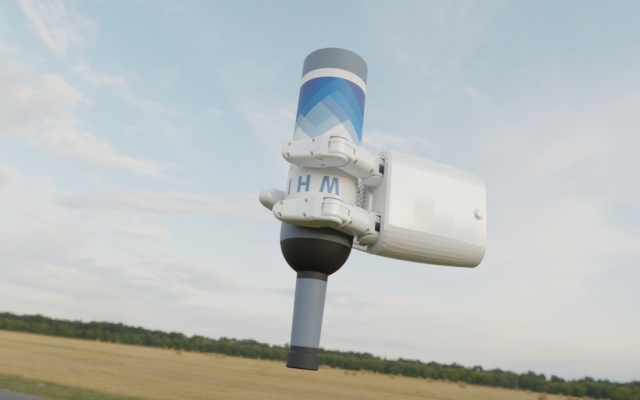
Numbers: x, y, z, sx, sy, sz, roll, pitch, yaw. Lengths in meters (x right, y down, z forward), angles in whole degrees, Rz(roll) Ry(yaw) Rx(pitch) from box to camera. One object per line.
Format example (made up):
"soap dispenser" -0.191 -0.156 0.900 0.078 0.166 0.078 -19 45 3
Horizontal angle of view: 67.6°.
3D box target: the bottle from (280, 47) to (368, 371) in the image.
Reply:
"bottle" 0.000 0.001 0.443 0.069 0.295 0.069 6 -19 2
